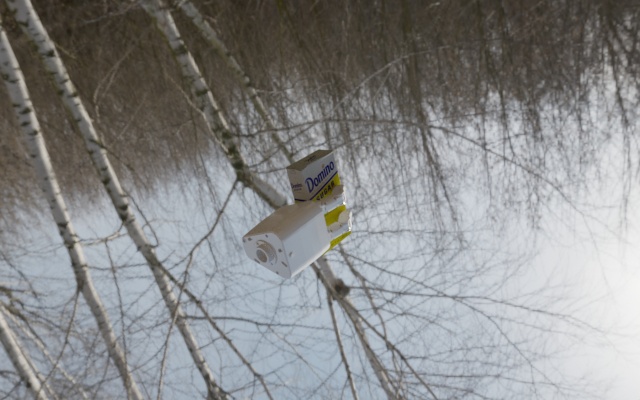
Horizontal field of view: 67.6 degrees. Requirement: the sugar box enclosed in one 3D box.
[{"bbox_3d":[0.000,0.003,0.889,0.048,0.176,0.093,11,34,41],"label":"sugar box"}]
